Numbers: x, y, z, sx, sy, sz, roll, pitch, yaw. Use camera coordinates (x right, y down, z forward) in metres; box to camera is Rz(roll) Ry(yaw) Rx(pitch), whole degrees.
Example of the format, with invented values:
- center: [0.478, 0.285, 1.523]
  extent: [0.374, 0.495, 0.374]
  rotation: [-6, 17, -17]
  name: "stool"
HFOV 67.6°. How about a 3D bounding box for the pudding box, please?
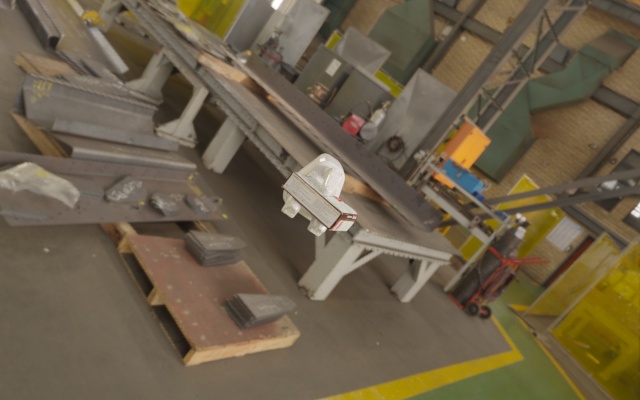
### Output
- center: [0.000, 0.002, 0.790]
  extent: [0.113, 0.039, 0.090]
  rotation: [39, 11, 19]
  name: "pudding box"
